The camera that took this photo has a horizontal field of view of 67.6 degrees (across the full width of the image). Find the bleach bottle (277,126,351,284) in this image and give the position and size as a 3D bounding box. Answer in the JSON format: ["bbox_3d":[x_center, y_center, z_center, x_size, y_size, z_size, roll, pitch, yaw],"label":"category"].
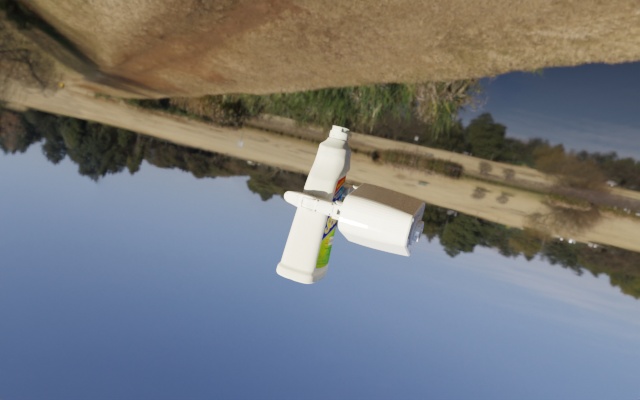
[{"bbox_3d":[0.000,0.003,0.779,0.068,0.251,0.102,16,5,19],"label":"bleach bottle"}]
